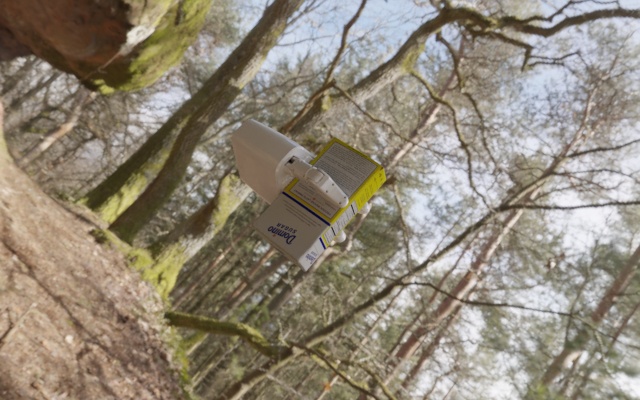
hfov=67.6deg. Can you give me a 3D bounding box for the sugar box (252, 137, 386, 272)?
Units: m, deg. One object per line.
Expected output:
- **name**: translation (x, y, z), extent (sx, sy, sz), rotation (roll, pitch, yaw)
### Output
- **sugar box**: translation (0.000, 0.002, 0.658), extent (0.093, 0.176, 0.048), rotation (35, -14, 29)
